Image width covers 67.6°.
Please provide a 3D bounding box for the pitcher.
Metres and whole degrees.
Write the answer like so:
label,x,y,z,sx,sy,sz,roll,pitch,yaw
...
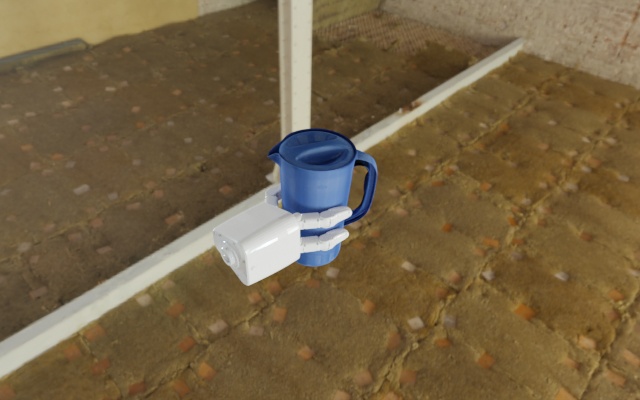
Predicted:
label,x,y,z,sx,sy,sz,roll,pitch,yaw
pitcher,0.000,0.003,0.869,0.145,0.243,0.149,-29,48,-33
